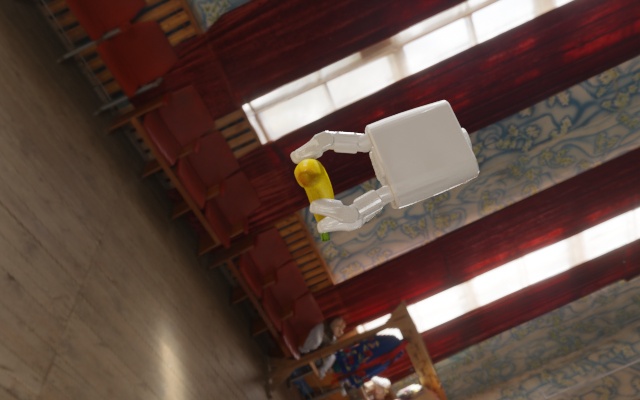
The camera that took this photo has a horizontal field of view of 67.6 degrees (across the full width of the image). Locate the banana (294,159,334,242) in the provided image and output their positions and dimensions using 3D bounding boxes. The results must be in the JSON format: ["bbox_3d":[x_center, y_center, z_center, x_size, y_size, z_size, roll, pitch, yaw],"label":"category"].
[{"bbox_3d":[-0.003,-0.013,0.632,0.037,0.069,0.198,-16,-27,3],"label":"banana"}]
